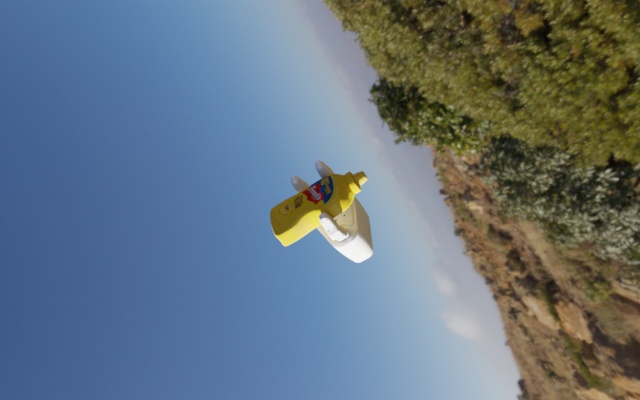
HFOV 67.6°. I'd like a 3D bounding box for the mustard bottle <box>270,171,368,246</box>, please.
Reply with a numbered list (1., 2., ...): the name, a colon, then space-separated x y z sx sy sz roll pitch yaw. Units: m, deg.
1. mustard bottle: 0.000 0.003 0.874 0.191 0.058 0.096 -30 31 11
